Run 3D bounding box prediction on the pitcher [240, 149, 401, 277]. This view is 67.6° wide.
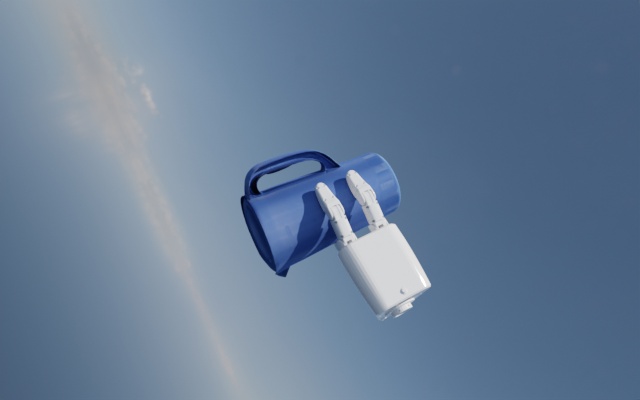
[{"bbox_3d":[0.000,0.003,0.767,0.243,0.145,0.149,-24,-24,-17],"label":"pitcher"}]
